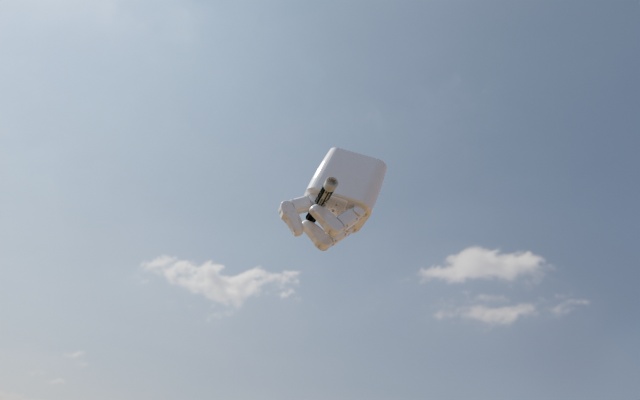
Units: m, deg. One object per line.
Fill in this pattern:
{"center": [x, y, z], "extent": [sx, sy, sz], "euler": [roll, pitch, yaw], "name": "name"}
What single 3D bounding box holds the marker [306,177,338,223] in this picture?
{"center": [0.000, 0.002, 0.746], "extent": [0.020, 0.020, 0.121], "euler": [0, -30, -19], "name": "marker"}
